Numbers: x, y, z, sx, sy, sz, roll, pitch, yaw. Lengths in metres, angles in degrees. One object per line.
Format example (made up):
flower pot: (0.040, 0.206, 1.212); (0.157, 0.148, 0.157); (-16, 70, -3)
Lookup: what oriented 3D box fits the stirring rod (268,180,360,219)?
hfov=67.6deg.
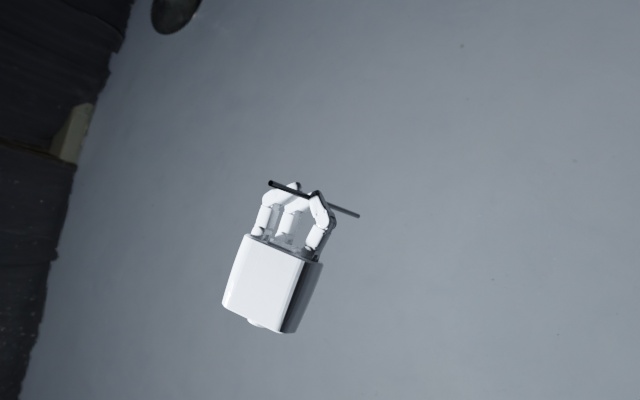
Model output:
stirring rod: (0.000, 0.002, 0.693); (0.011, 0.011, 0.239); (0, -11, 32)
